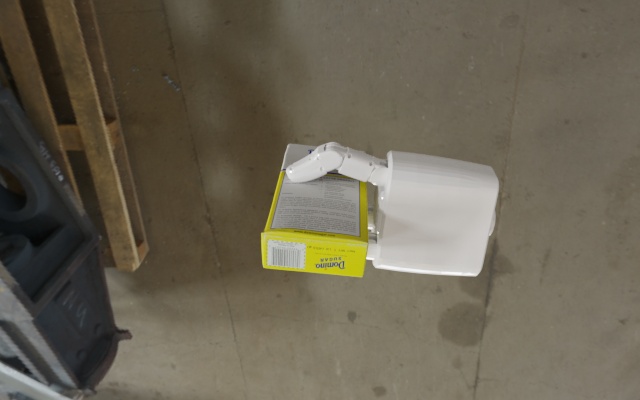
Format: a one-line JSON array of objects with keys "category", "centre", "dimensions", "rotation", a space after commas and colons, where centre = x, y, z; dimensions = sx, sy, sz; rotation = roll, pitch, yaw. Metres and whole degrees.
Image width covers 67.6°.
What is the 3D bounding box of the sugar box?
[{"category": "sugar box", "centre": [0.000, 0.002, 0.486], "dimensions": [0.093, 0.048, 0.176], "rotation": [6, 30, 1]}]
